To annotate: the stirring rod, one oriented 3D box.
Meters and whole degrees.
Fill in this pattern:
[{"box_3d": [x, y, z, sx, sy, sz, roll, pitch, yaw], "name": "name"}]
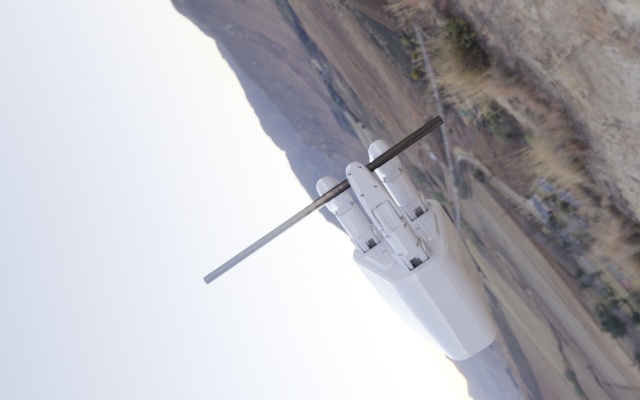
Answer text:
[{"box_3d": [0.000, 0.001, 0.401, 0.239, 0.011, 0.011, -35, -3, 5], "name": "stirring rod"}]
